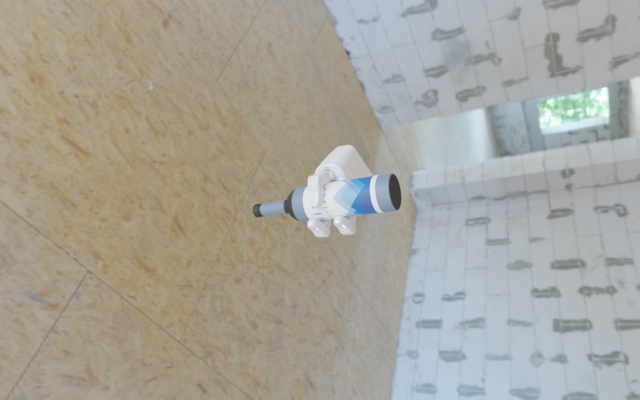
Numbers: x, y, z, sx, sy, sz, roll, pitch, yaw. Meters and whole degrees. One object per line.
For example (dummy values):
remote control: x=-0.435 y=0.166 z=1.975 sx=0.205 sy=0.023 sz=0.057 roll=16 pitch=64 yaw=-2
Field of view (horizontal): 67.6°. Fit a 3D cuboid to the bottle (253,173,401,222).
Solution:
bottle: x=0.000 y=0.003 z=0.894 sx=0.296 sy=0.069 sz=0.069 roll=-8 pitch=-4 yaw=28
